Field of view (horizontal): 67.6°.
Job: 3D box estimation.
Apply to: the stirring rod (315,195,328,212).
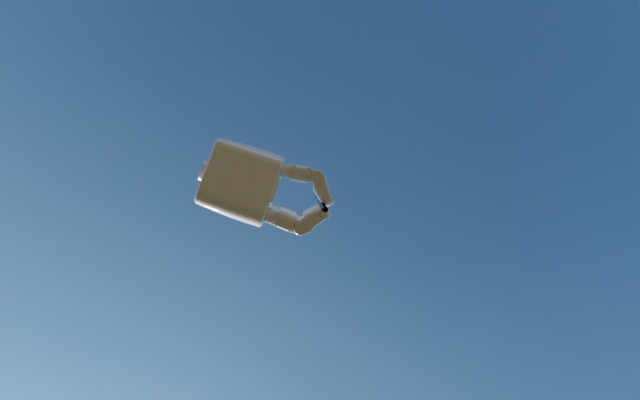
[{"bbox_3d":[0.000,0.003,0.794,0.011,0.011,0.239,0,5,-3],"label":"stirring rod"}]
